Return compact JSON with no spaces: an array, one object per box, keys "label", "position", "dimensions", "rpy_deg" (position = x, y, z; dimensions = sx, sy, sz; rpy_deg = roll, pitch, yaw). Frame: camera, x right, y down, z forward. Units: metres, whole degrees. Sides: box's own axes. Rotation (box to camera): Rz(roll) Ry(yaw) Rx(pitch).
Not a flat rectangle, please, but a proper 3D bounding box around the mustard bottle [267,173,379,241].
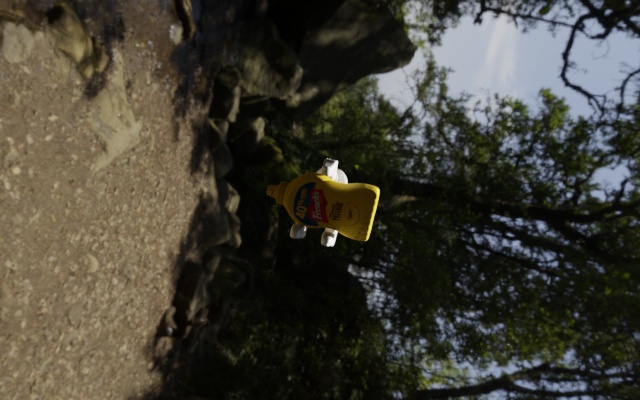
[{"label":"mustard bottle","position":[0.000,0.003,0.831],"dimensions":[0.191,0.096,0.058],"rpy_deg":[14,22,6]}]
